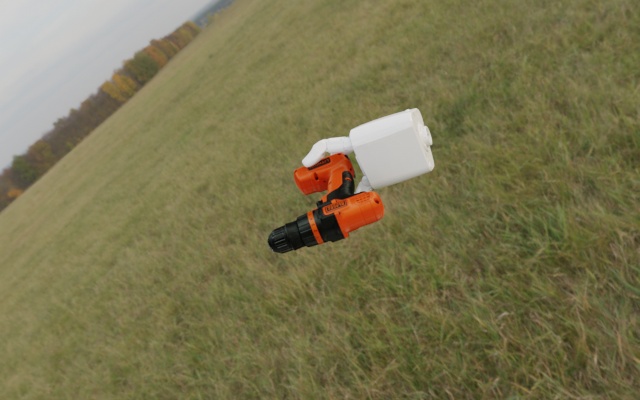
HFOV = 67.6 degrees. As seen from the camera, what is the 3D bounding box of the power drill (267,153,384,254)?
[{"bbox_3d":[0.000,0.002,0.781,0.184,0.057,0.187,-19,33,5],"label":"power drill"}]
